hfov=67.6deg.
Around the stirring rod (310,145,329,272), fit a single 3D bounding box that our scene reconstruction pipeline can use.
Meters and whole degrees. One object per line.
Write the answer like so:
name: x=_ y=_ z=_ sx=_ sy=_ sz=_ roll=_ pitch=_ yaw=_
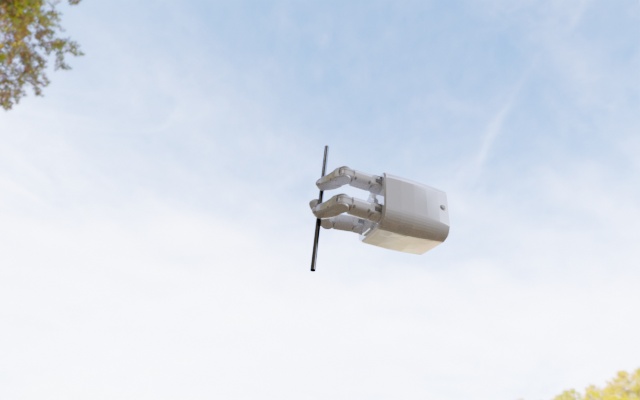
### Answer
stirring rod: x=0.000 y=0.002 z=0.717 sx=0.011 sy=0.239 sz=0.011 roll=4 pitch=-40 yaw=3
